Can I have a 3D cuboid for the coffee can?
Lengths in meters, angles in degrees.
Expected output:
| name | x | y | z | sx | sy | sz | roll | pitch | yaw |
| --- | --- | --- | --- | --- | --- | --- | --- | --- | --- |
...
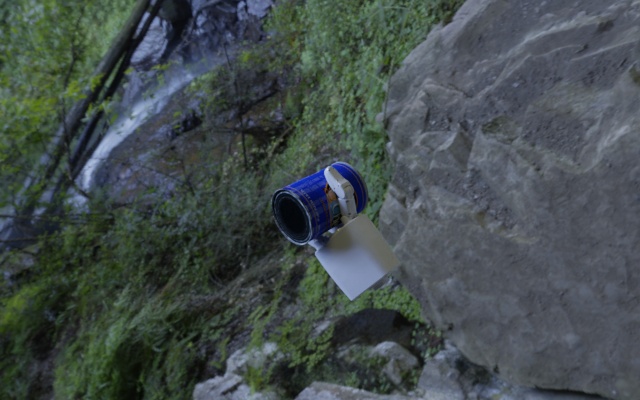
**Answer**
| name | x | y | z | sx | sy | sz | roll | pitch | yaw |
| --- | --- | --- | --- | --- | --- | --- | --- | --- | --- |
| coffee can | 0.000 | 0.002 | 0.835 | 0.140 | 0.103 | 0.103 | -27 | 17 | -37 |
